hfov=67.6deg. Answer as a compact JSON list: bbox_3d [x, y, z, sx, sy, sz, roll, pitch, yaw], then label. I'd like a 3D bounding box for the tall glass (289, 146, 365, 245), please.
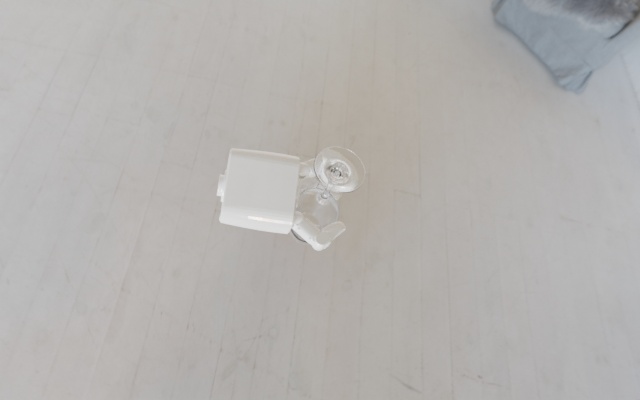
[{"bbox_3d":[0.000,0.002,0.739,0.079,0.079,0.201,0,-27,-17],"label":"tall glass"}]
